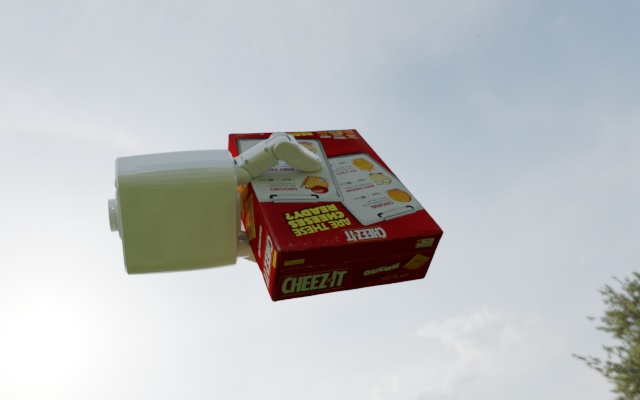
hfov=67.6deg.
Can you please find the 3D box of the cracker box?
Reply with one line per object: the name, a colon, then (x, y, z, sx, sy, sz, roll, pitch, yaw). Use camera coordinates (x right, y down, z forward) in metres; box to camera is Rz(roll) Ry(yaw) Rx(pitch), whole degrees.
cracker box: (0.000, 0.001, 0.511, 0.164, 0.072, 0.213, -5, 37, -21)
